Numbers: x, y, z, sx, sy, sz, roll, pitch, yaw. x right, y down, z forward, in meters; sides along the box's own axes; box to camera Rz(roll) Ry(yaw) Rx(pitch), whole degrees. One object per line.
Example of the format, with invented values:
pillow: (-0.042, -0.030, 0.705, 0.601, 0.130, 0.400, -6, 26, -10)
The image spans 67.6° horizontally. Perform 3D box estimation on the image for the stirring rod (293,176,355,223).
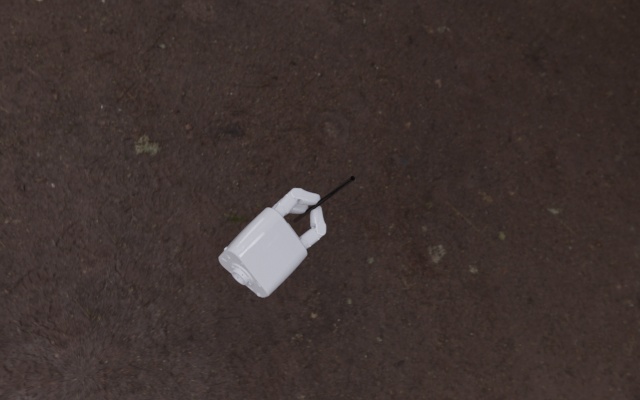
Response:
stirring rod: (0.000, 0.003, 0.851, 0.011, 0.011, 0.239, 0, -18, -26)
